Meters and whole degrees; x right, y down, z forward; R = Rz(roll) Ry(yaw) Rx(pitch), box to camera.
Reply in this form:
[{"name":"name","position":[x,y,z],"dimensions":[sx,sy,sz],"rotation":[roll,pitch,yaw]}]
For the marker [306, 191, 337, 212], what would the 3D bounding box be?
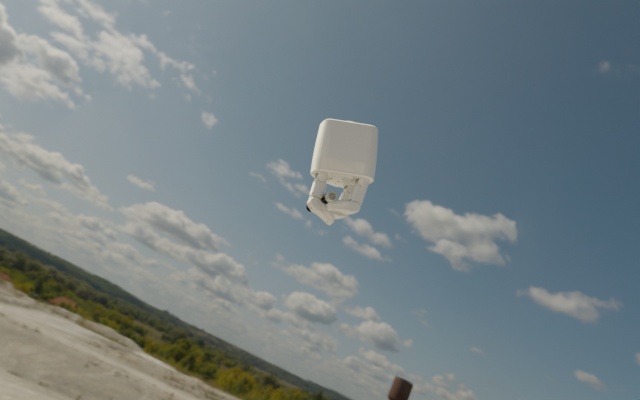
[{"name":"marker","position":[0.000,0.003,0.889],"dimensions":[0.020,0.020,0.121],"rotation":[0,-11,-21]}]
